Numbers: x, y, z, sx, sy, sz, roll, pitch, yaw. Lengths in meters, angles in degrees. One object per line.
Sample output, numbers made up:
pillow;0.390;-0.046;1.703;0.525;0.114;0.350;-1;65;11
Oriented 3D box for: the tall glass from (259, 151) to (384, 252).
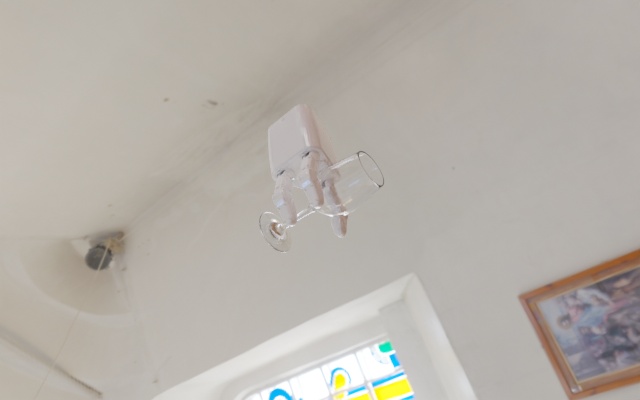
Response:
tall glass;0.000;0.003;0.741;0.201;0.079;0.079;-33;-16;26
